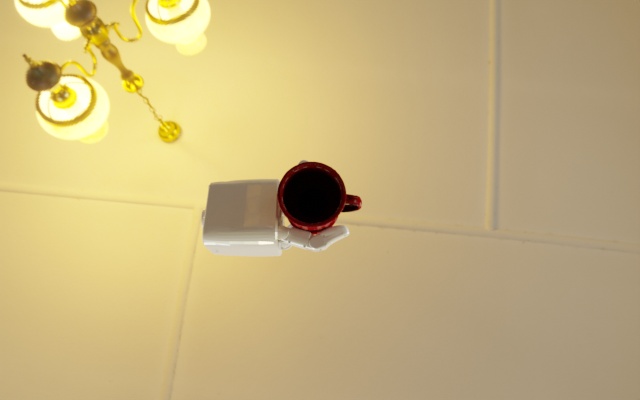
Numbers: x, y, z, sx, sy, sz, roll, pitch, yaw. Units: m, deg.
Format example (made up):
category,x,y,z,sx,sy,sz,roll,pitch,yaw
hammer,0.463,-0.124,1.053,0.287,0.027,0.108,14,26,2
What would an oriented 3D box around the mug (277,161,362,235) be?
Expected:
category,x,y,z,sx,sy,sz,roll,pitch,yaw
mug,0.002,0.002,0.678,0.117,0.093,0.081,1,-16,0
